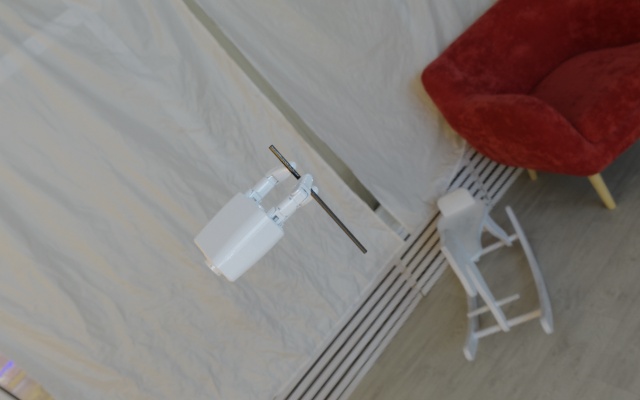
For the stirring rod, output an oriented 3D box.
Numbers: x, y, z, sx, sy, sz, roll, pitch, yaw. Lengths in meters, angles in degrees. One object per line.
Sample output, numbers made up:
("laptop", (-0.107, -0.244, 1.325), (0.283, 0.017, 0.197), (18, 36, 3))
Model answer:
("stirring rod", (0.000, 0.003, 0.762), (0.011, 0.239, 0.011), (-36, 21, 16))
